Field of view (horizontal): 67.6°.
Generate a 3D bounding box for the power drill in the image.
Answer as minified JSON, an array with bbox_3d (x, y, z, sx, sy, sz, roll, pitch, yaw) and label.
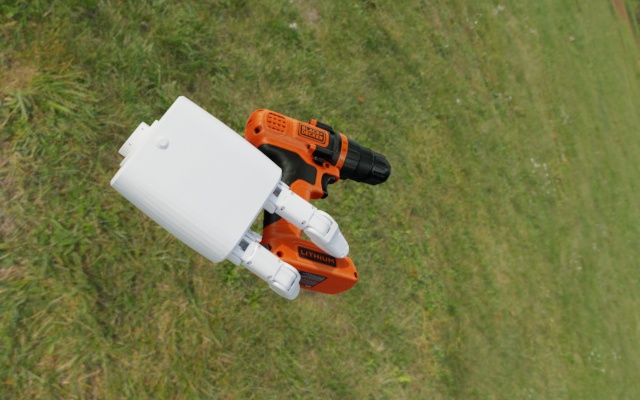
[{"bbox_3d":[0.000,0.002,0.516,0.184,0.187,0.057,16,-34,-22],"label":"power drill"}]
